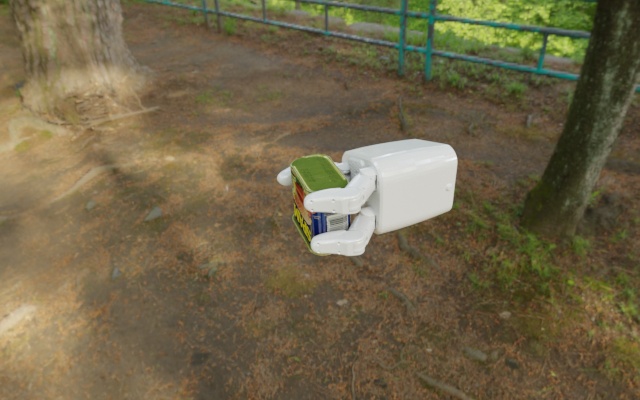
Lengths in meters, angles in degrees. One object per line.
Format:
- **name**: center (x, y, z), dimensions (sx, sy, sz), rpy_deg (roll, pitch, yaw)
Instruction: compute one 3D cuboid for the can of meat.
- **can of meat**: center (0.000, 0.002, 0.578), dimensions (0.057, 0.084, 0.102), rpy_deg (-13, 33, -15)
